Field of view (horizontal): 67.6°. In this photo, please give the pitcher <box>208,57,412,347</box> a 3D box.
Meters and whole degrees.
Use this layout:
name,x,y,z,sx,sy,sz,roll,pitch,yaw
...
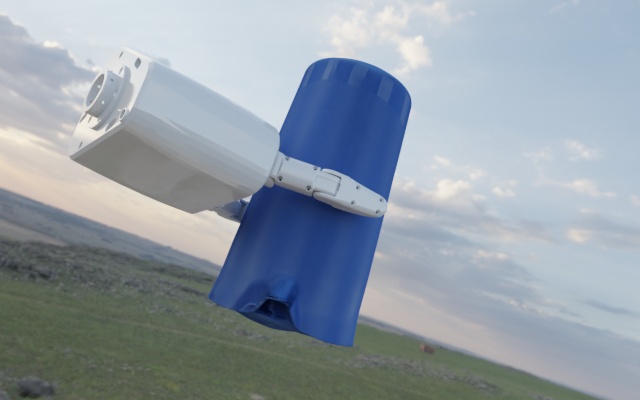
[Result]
name,x,y,z,sx,sy,sz,roll,pitch,yaw
pitcher,0.000,0.001,0.451,0.145,0.242,0.149,27,-13,-38
